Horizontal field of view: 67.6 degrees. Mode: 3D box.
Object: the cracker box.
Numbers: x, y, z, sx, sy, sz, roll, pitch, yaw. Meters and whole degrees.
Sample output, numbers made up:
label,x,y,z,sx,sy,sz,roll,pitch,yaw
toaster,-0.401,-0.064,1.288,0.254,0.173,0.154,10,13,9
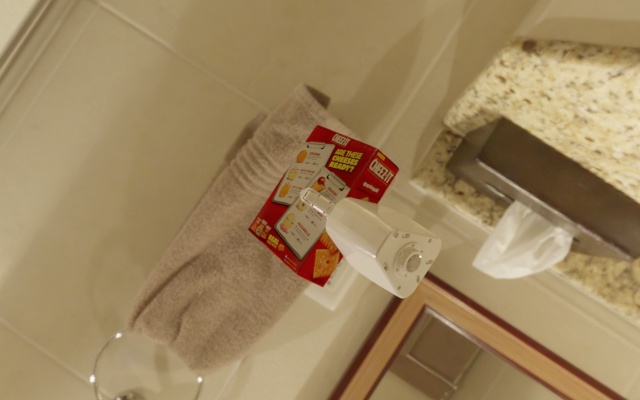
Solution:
label,x,y,z,sx,sy,sz,roll,pitch,yaw
cracker box,0.000,0.003,0.752,0.072,0.213,0.164,35,-2,-40
